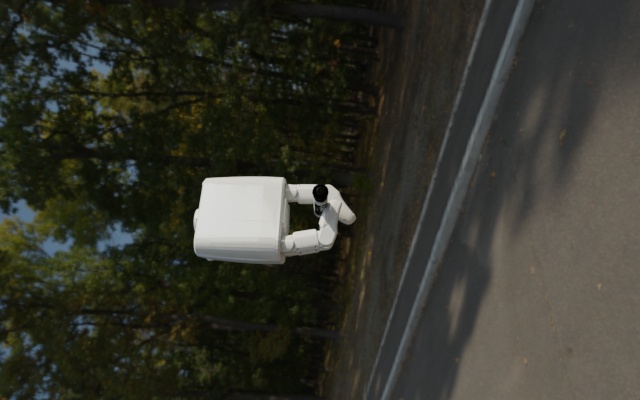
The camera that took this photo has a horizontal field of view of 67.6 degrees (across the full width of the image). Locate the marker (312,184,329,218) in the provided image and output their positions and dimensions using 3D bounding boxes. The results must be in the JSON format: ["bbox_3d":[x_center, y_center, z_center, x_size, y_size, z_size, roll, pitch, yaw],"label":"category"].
[{"bbox_3d":[0.000,0.002,0.591,0.020,0.020,0.121,0,-12,0],"label":"marker"}]
